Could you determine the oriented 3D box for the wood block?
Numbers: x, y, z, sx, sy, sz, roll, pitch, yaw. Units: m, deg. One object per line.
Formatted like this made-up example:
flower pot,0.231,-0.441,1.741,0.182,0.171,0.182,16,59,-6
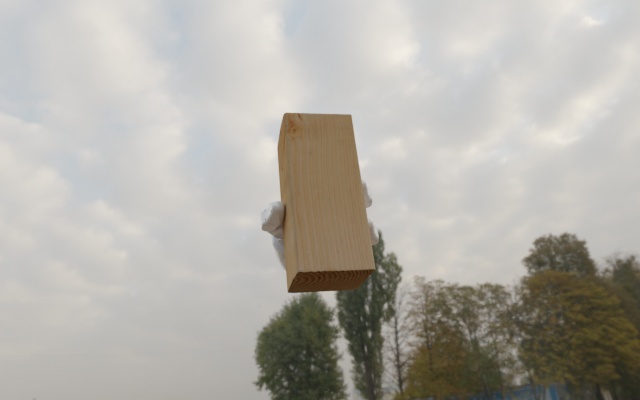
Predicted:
wood block,0.000,0.002,0.596,0.091,0.206,0.090,-1,-25,-12
